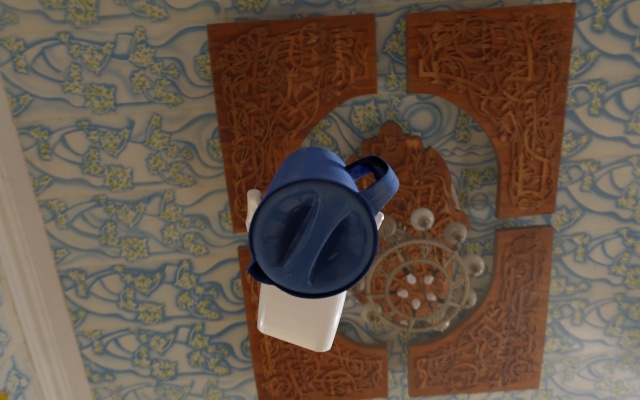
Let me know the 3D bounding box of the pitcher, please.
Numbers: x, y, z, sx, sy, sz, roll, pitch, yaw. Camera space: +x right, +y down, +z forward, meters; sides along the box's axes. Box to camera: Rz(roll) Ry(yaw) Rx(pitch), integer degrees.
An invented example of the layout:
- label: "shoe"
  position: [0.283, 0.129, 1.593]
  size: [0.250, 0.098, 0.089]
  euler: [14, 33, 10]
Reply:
- label: "pitcher"
  position: [0.000, 0.002, 0.592]
  size: [0.149, 0.145, 0.242]
  euler: [8, 18, -3]
